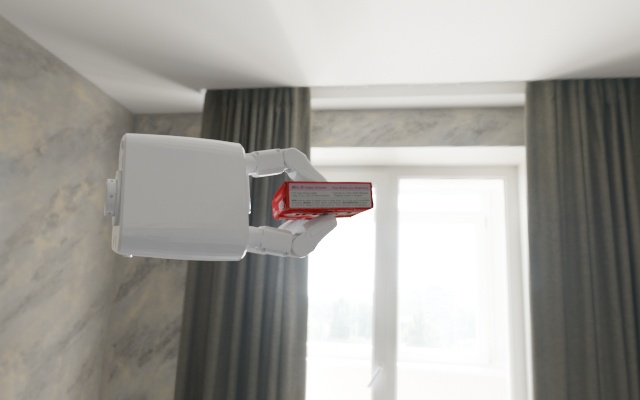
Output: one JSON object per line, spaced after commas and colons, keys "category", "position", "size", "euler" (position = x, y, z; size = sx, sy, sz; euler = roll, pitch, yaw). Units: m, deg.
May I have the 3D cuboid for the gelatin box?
{"category": "gelatin box", "position": [0.000, 0.001, 0.484], "size": [0.089, 0.030, 0.073], "euler": [-1, -9, -14]}
